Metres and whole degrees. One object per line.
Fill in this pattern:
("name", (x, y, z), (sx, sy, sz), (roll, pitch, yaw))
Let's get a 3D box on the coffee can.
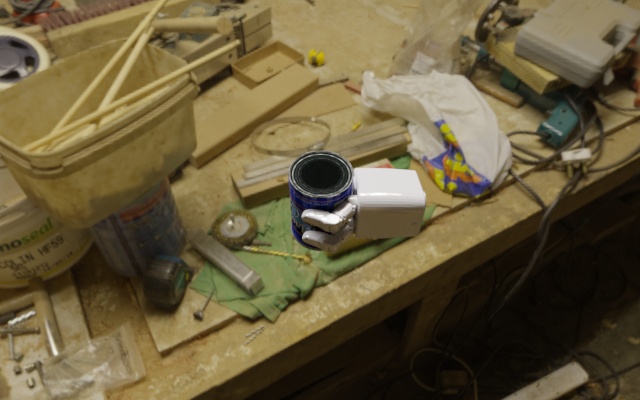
("coffee can", (0.000, 0.003, 0.795), (0.103, 0.102, 0.140), (0, -41, -1))
